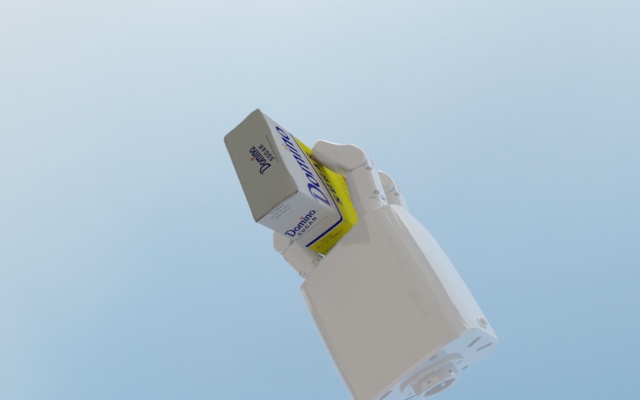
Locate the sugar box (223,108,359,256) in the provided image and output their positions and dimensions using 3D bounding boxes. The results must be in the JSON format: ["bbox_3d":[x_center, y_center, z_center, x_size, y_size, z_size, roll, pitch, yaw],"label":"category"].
[{"bbox_3d":[0.001,0.001,0.414,0.048,0.093,0.176,-37,-36,13],"label":"sugar box"}]
